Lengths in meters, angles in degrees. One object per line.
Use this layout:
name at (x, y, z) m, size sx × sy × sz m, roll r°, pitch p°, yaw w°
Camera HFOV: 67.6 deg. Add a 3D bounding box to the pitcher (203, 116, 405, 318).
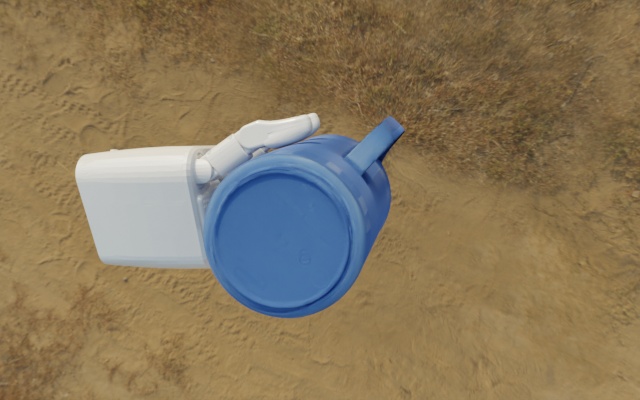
pitcher at (0.000, 0.001, 0.412) m, size 0.145 × 0.149 × 0.243 m, roll 1°, pitch 8°, yaw 8°
